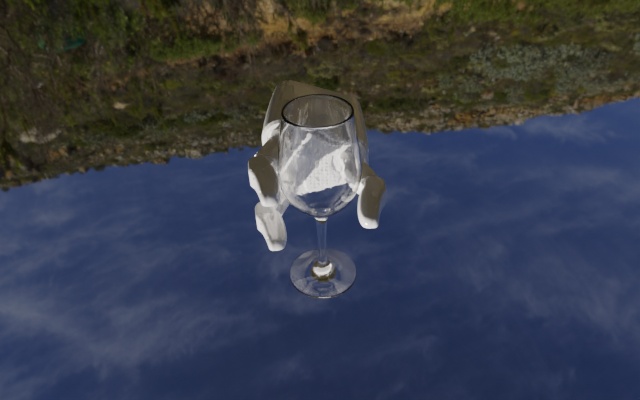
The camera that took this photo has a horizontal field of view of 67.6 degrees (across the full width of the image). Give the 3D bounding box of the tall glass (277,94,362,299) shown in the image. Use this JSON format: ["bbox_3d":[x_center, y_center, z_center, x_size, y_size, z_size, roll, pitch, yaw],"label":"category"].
[{"bbox_3d":[0.000,0.002,0.464,0.079,0.201,0.079,-1,39,1],"label":"tall glass"}]
